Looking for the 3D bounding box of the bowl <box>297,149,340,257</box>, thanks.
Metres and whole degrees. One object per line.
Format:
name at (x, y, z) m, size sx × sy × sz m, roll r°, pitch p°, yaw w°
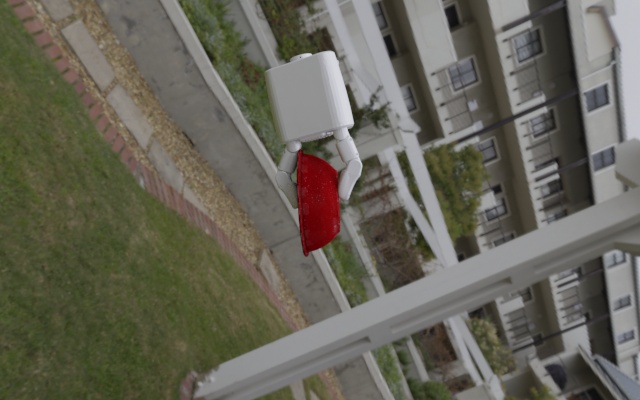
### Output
bowl at (0.001, 0.004, 0.712) m, size 0.055 × 0.162 × 0.162 m, roll -3°, pitch 0°, yaw 3°
